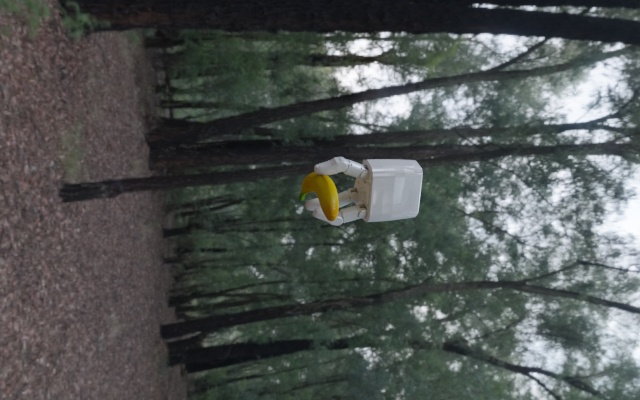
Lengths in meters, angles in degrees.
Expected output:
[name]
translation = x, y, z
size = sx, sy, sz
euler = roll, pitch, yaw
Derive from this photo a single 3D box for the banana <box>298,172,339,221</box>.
[banana]
translation = 0.000, -0.016, 0.873
size = 0.037, 0.069, 0.197
euler = 1, 10, -16
